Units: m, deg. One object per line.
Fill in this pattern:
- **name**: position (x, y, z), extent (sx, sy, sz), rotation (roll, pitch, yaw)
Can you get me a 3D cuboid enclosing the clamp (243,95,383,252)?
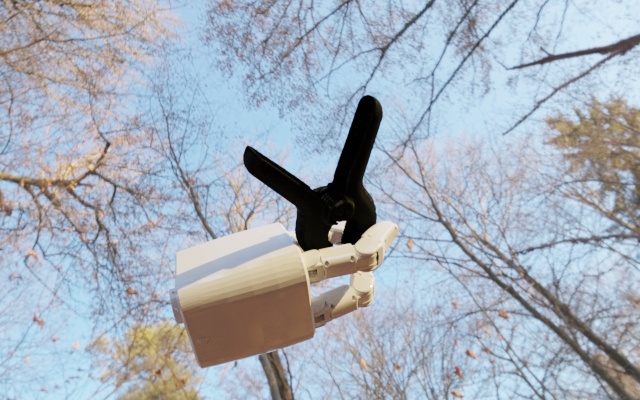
- **clamp**: position (0.000, 0.001, 0.415), extent (0.120, 0.172, 0.039), rotation (-15, 34, -14)
